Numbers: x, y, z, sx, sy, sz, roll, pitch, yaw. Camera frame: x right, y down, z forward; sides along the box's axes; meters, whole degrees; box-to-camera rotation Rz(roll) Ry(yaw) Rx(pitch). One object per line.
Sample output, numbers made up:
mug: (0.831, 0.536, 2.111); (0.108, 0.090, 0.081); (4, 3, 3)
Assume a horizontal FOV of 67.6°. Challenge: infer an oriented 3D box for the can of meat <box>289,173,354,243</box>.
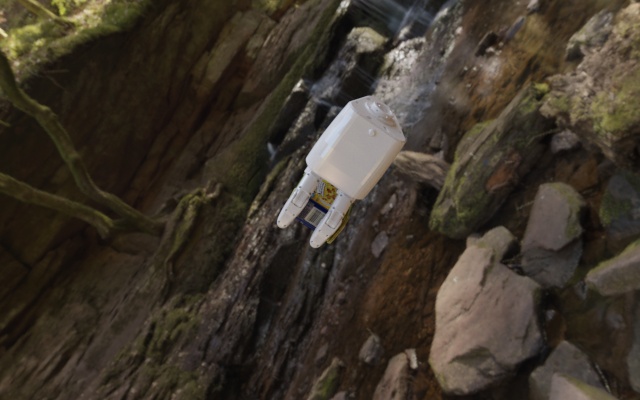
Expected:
can of meat: (0.000, 0.002, 0.718); (0.084, 0.057, 0.102); (34, 33, -7)
